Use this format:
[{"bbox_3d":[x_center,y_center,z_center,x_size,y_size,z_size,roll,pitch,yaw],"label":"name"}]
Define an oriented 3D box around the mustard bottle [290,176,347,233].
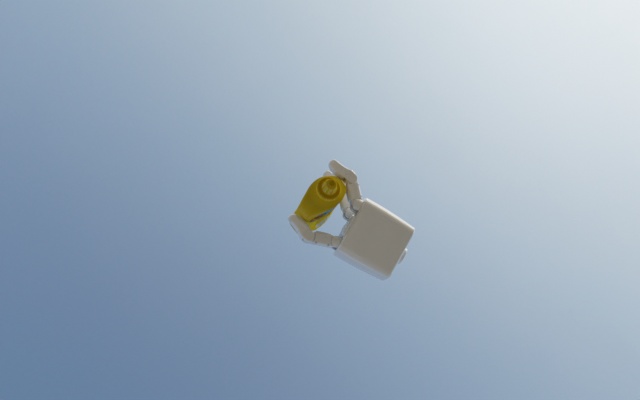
[{"bbox_3d":[0.000,0.003,0.865,0.096,0.058,0.192,-35,-8,-20],"label":"mustard bottle"}]
